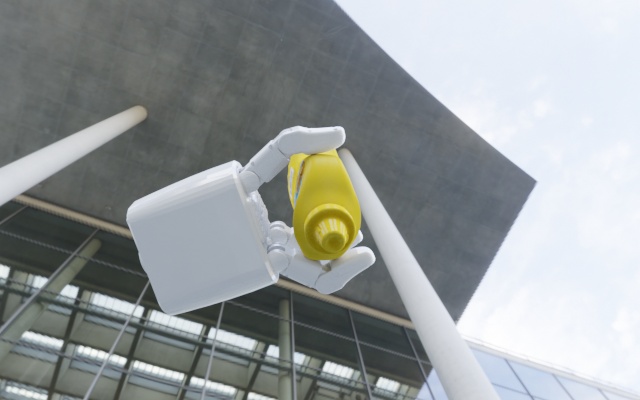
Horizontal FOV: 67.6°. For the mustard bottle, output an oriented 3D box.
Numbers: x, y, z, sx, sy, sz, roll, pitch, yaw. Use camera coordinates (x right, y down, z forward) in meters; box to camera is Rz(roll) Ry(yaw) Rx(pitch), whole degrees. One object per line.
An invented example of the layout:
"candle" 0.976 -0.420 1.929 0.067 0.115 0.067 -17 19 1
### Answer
"mustard bottle" 0.000 0.001 0.448 0.058 0.096 0.191 2 18 -6
